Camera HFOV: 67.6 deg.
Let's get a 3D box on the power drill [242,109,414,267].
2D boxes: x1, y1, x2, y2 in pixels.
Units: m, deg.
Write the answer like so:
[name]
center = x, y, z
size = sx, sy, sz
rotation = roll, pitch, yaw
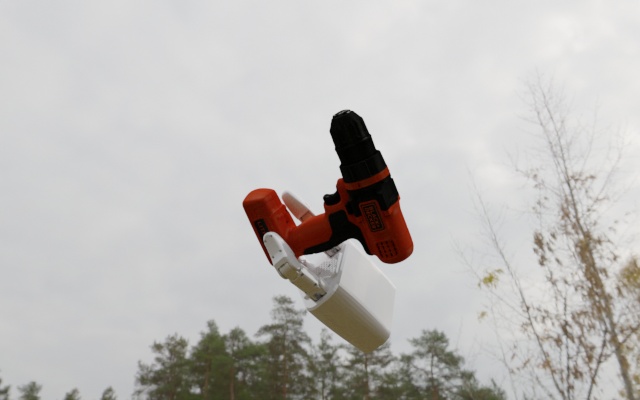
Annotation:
[power drill]
center = 0.000, 0.002, 0.567
size = 0.188, 0.184, 0.057
rotation = -15, 14, 32
